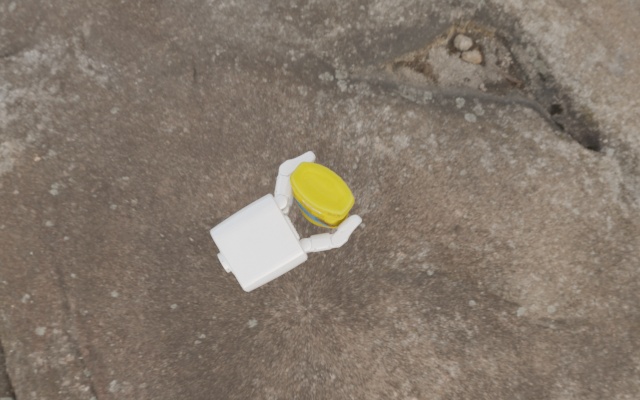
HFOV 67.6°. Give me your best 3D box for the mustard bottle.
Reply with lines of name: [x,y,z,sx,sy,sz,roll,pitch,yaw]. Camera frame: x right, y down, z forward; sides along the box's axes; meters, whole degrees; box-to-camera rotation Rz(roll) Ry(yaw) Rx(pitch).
mustard bottle: [0.000,0.002,0.753,0.096,0.058,0.192,34,-11,6]
